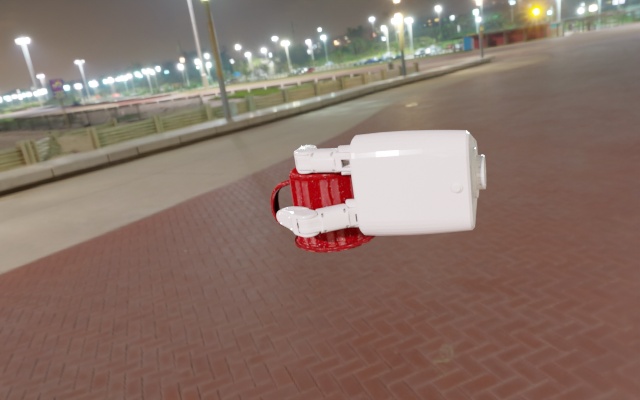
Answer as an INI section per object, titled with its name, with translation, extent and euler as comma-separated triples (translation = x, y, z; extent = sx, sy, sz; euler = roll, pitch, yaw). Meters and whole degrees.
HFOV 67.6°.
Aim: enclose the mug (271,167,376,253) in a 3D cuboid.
[mug]
translation = -0.001, 0.002, 0.526
extent = 0.117, 0.081, 0.093
euler = -2, 17, 21
